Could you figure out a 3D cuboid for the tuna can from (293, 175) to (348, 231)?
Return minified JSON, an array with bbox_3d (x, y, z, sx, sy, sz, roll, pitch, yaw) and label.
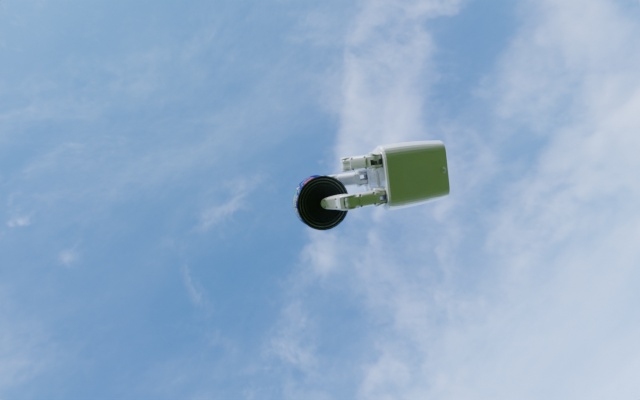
[{"bbox_3d":[0.000,0.002,0.754,0.086,0.086,0.033,0,6,-18],"label":"tuna can"}]
